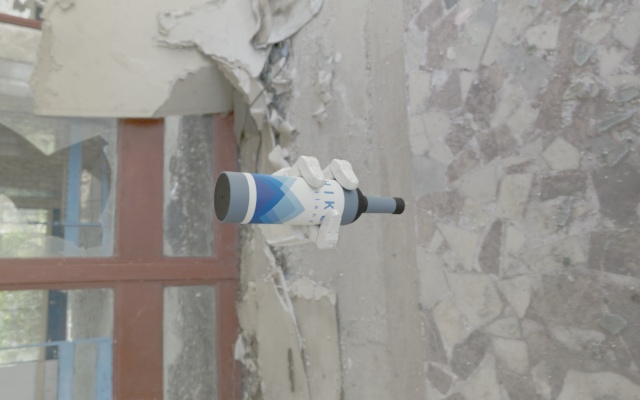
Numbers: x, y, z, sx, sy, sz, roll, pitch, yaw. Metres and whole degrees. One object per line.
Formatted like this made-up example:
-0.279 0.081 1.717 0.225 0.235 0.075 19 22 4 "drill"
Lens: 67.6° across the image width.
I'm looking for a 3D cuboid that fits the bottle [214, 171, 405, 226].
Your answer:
0.000 0.002 0.686 0.296 0.069 0.069 3 -2 -31 "bottle"
